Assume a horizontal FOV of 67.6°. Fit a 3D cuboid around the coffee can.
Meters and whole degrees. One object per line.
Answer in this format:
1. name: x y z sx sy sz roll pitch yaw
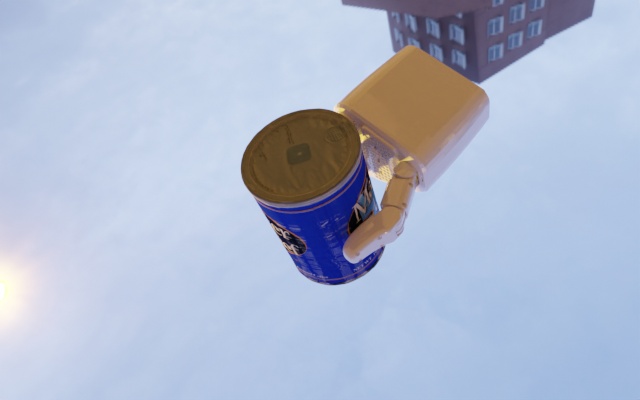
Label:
1. coffee can: 0.000 0.002 0.442 0.103 0.102 0.140 0 -36 18
